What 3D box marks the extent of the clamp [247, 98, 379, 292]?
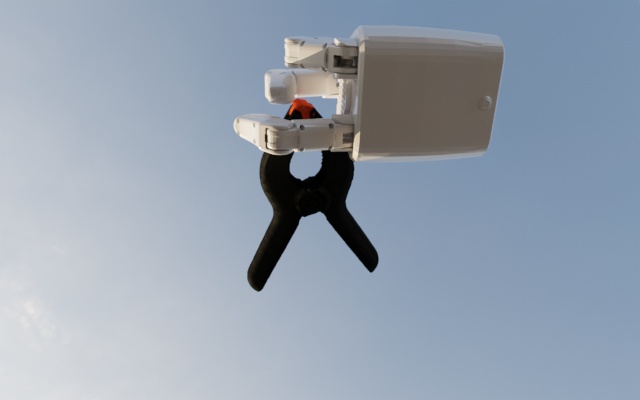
[{"bbox_3d":[0.000,0.001,0.410,0.120,0.171,0.039,-2,26,-19],"label":"clamp"}]
